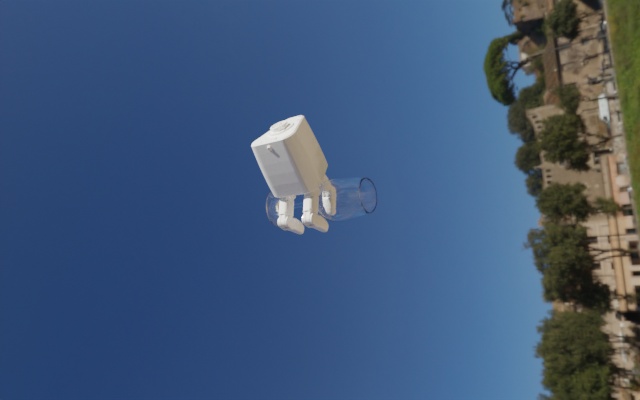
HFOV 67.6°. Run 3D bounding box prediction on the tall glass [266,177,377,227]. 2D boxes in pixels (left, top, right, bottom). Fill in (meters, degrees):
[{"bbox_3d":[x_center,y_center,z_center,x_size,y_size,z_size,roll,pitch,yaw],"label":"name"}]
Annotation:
[{"bbox_3d":[0.000,0.003,0.867,0.201,0.079,0.079,-8,-4,34],"label":"tall glass"}]
